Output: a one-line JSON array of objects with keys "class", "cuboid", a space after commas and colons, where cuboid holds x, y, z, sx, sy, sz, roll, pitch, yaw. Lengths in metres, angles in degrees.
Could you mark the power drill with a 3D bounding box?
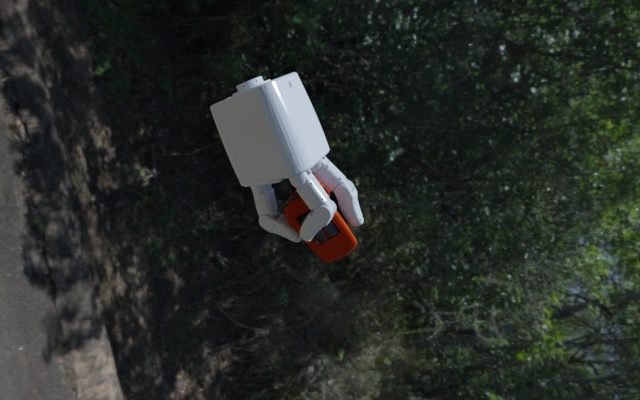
[{"class": "power drill", "cuboid": [0.000, 0.002, 0.674, 0.057, 0.184, 0.187, -34, 28, 11]}]
